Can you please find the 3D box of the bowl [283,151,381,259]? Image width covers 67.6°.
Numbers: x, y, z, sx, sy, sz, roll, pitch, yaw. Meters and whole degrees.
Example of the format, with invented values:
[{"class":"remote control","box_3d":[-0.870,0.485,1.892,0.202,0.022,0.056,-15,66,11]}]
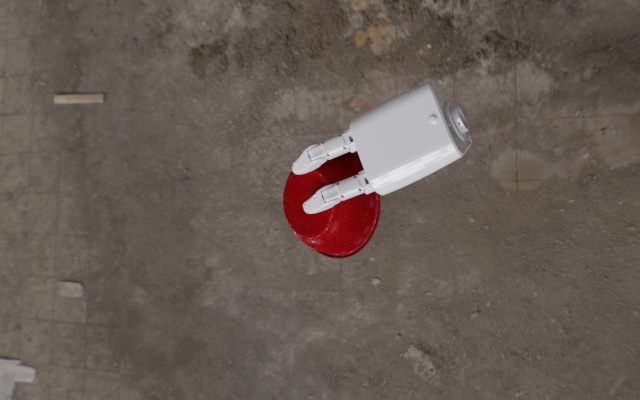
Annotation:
[{"class":"bowl","box_3d":[-0.001,0.003,0.644,0.162,0.162,0.055,0,4,42]}]
